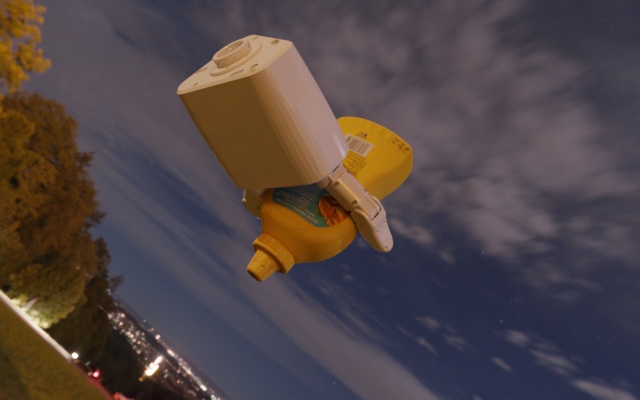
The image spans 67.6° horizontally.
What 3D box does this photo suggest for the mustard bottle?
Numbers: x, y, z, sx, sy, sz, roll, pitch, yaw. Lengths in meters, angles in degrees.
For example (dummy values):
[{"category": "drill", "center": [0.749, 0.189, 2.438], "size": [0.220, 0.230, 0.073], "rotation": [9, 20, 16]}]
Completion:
[{"category": "mustard bottle", "center": [0.000, 0.002, 0.458], "size": [0.096, 0.191, 0.058], "rotation": [30, -28, 26]}]
